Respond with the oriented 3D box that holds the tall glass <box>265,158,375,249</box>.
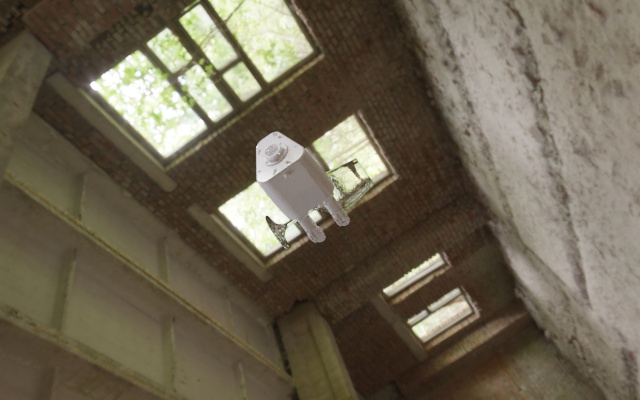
[{"bbox_3d":[0.000,0.003,0.881,0.201,0.079,0.079,-34,-3,4],"label":"tall glass"}]
